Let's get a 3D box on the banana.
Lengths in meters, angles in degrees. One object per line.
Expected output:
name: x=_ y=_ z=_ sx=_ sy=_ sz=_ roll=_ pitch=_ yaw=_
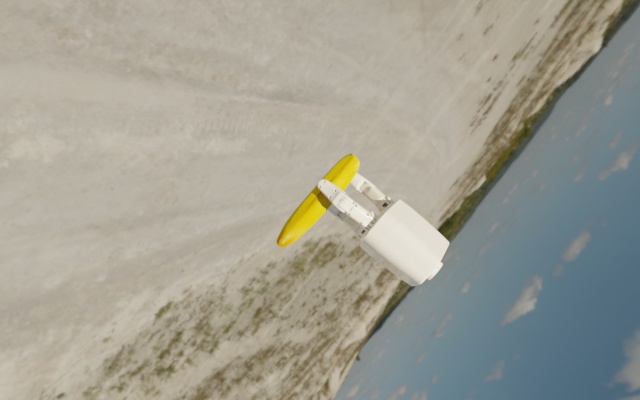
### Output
banana: x=0.004 y=-0.005 z=0.737 sx=0.037 sy=0.197 sz=0.070 roll=40 pitch=-16 yaw=6
